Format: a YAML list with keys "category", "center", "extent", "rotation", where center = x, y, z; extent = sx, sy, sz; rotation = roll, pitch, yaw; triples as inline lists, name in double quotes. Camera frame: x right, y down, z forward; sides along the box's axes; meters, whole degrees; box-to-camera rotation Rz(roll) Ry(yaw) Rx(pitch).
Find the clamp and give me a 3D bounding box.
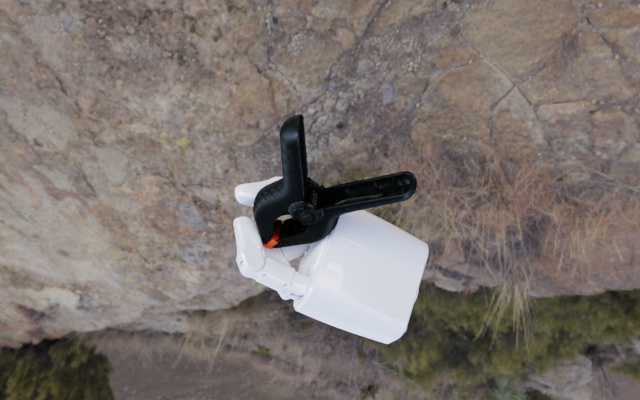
- category: "clamp"
  center: [0.000, 0.002, 0.423]
  extent: [0.120, 0.039, 0.171]
  rotation: [24, -36, -10]
